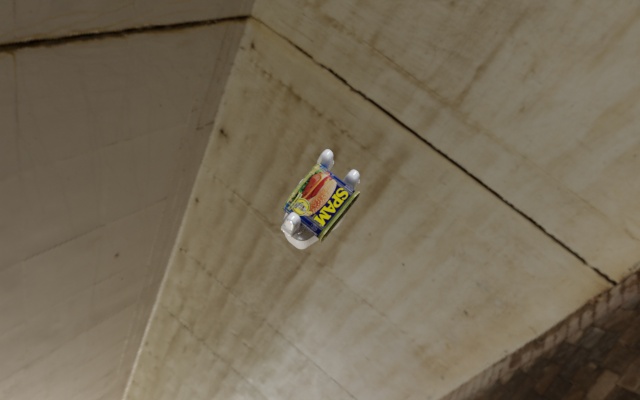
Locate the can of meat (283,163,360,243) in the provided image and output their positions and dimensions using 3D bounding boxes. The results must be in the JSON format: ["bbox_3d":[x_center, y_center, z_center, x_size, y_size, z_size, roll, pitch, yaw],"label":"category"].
[{"bbox_3d":[0.000,0.002,0.779,0.084,0.102,0.057,38,-10,8],"label":"can of meat"}]
